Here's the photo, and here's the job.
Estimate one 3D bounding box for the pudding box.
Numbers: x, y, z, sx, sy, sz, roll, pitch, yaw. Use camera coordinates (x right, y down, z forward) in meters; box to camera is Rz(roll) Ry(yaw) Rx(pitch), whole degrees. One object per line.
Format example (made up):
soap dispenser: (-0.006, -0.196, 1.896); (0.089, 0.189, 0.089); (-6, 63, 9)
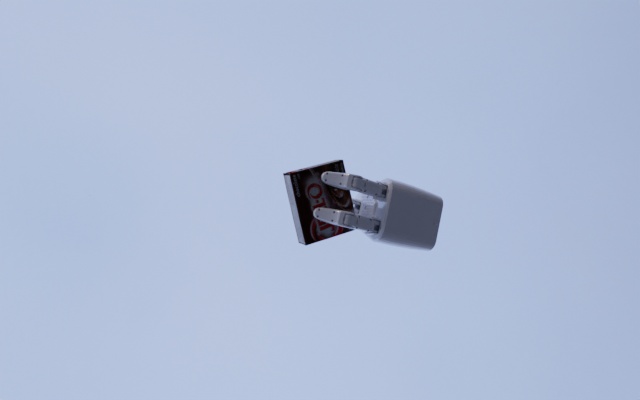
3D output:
pudding box: (0.000, 0.002, 0.723); (0.090, 0.113, 0.039); (-16, 7, -23)
